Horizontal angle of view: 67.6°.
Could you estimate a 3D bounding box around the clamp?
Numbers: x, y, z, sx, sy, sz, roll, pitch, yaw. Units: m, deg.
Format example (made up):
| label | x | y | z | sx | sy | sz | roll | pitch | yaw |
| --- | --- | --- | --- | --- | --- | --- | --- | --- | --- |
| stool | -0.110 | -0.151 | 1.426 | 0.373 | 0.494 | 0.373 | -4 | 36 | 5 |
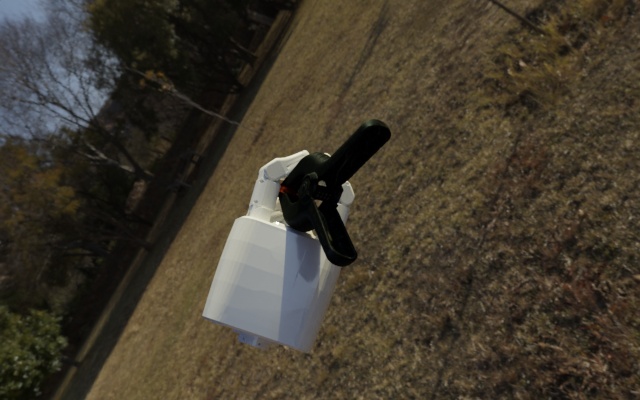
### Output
| label | x | y | z | sx | sy | sz | roll | pitch | yaw |
| --- | --- | --- | --- | --- | --- | --- | --- | --- | --- |
| clamp | -0.001 | 0.001 | 0.437 | 0.039 | 0.120 | 0.171 | 24 | -18 | -20 |
